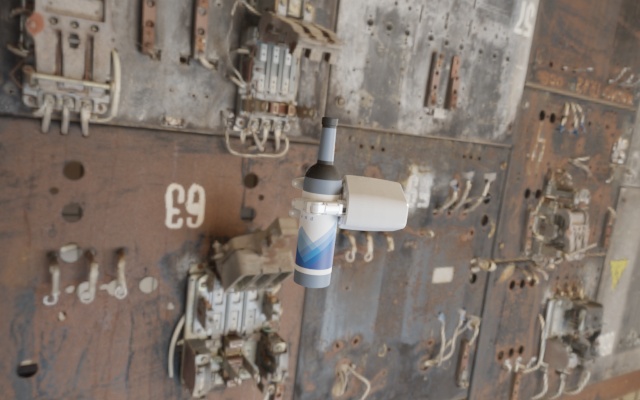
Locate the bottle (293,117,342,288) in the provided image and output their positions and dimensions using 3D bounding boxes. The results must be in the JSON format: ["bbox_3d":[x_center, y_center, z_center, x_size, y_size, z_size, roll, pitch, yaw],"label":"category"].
[{"bbox_3d":[0.000,0.003,0.840,0.069,0.296,0.069,6,10,-1],"label":"bottle"}]
